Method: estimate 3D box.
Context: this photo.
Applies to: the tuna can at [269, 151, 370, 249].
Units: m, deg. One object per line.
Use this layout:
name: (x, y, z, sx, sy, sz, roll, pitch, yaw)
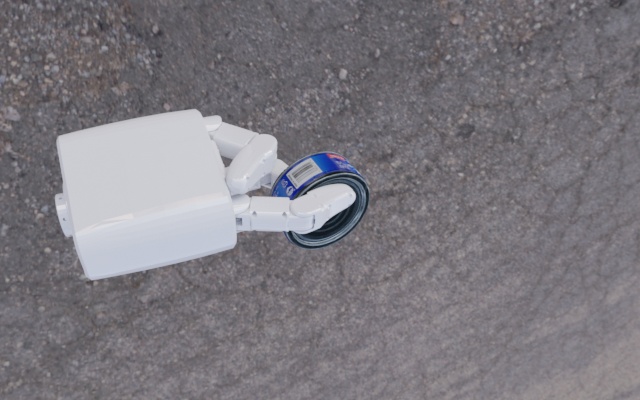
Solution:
tuna can: (0.000, 0.002, 0.419, 0.086, 0.086, 0.033, 0, 36, -34)
